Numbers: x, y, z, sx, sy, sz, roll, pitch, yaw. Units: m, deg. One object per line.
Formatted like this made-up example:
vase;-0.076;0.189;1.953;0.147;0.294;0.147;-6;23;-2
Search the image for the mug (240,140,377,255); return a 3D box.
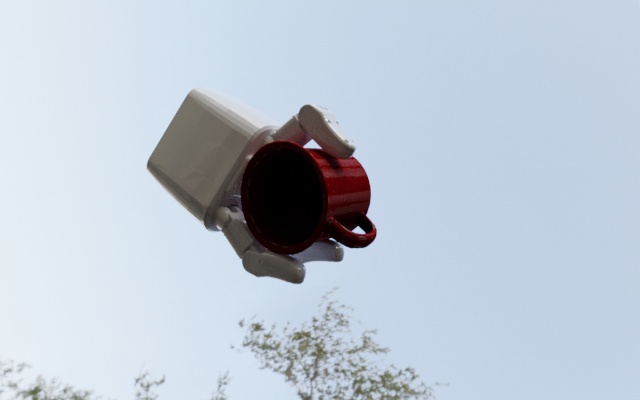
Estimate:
mug;0.001;0.002;0.412;0.117;0.093;0.081;35;23;28
